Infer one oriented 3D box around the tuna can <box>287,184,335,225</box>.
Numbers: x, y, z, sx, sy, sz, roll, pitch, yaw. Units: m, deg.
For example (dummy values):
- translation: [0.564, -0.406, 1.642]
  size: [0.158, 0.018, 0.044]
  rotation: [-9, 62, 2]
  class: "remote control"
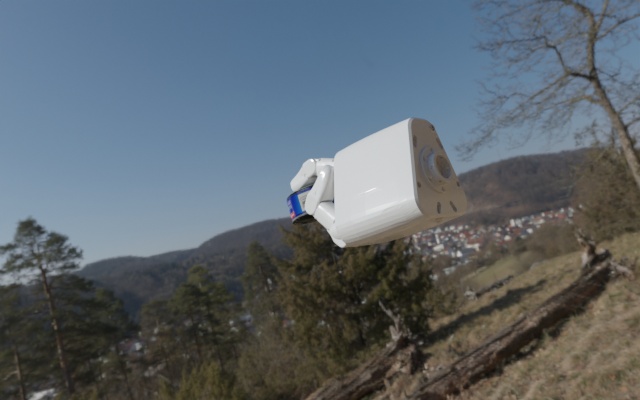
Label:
- translation: [0.000, 0.002, 0.619]
  size: [0.086, 0.033, 0.086]
  rotation: [-17, -11, -3]
  class: "tuna can"
